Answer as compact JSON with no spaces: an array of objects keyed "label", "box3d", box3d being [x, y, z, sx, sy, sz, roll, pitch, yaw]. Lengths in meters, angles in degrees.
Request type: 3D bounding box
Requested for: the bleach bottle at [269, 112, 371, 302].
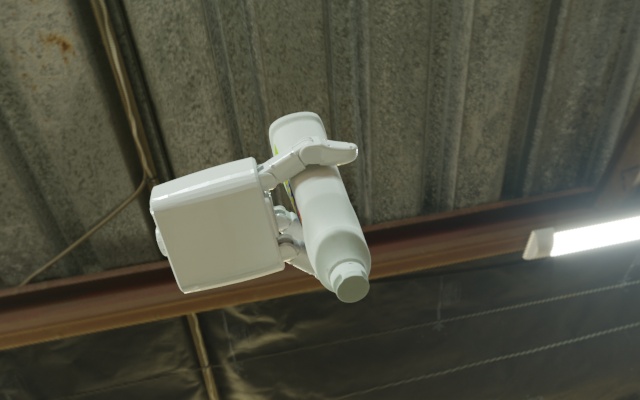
[{"label":"bleach bottle","box3d":[0.000,0.002,0.489,0.068,0.103,0.250,-15,33,-4]}]
